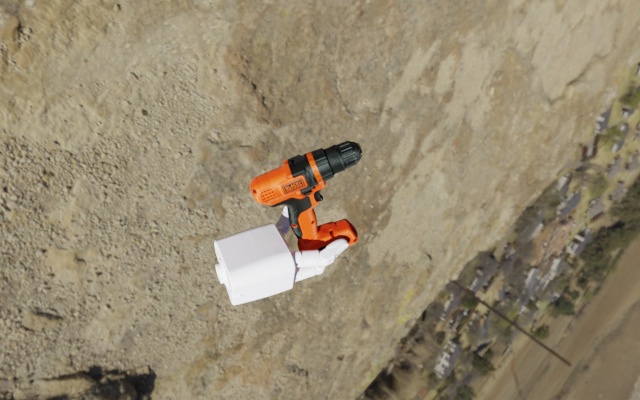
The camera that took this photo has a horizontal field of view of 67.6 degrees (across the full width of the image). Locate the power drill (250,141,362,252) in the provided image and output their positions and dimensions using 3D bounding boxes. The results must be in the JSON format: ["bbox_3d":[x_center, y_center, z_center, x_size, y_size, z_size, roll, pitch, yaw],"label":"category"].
[{"bbox_3d":[0.000,0.003,0.789,0.184,0.188,0.057,-21,36,4],"label":"power drill"}]
